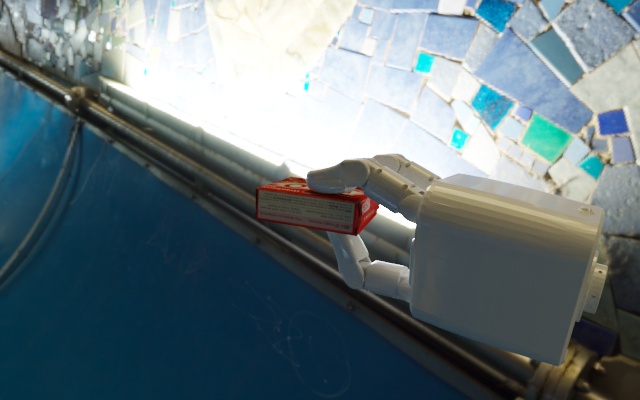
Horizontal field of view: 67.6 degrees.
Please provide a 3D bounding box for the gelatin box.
[{"bbox_3d":[0.000,0.002,0.405,0.089,0.030,0.073,7,13,18],"label":"gelatin box"}]
